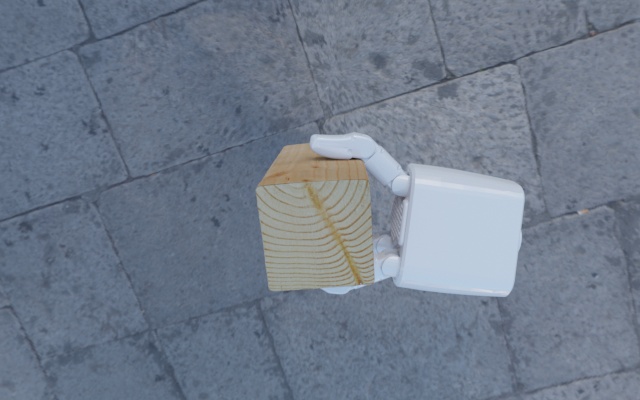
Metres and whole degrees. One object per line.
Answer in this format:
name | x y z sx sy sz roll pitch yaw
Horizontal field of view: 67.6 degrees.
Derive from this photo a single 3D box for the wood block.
wood block | 0.000 0.001 0.475 0.090 0.091 0.206 -4 15 3
